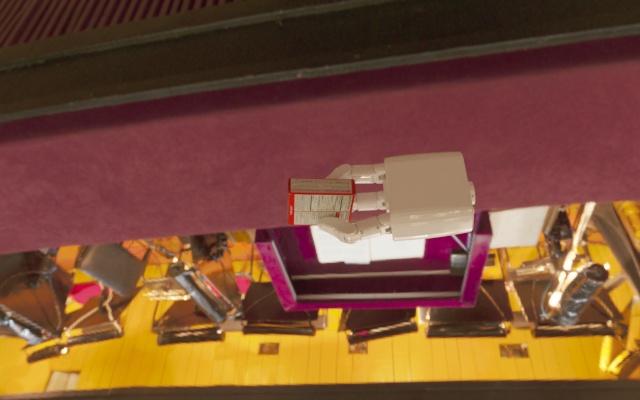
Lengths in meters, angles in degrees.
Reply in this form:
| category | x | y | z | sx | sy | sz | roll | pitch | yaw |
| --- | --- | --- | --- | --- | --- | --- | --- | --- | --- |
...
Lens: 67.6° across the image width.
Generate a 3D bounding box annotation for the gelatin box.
| category | x | y | z | sx | sy | sz | roll | pitch | yaw |
| --- | --- | --- | --- | --- | --- | --- | --- | --- | --- |
| gelatin box | 0.000 | 0.003 | 0.650 | 0.089 | 0.030 | 0.073 | 0 | -37 | -4 |
